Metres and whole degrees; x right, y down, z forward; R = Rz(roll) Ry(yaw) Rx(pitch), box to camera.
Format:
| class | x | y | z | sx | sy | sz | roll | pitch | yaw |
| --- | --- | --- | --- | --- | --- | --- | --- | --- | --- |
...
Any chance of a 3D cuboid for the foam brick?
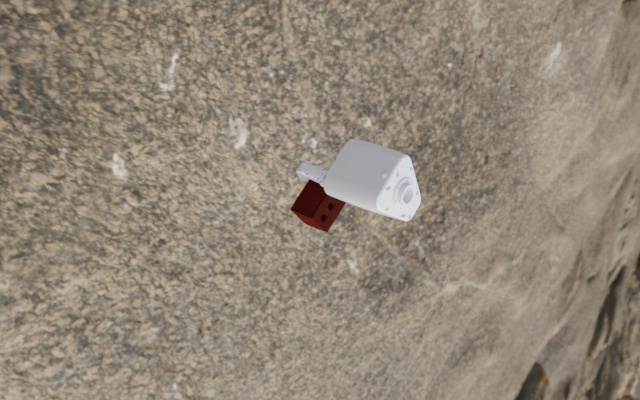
| class | x | y | z | sx | sy | sz | roll | pitch | yaw |
| --- | --- | --- | --- | --- | --- | --- | --- | --- | --- |
| foam brick | 0.000 | 0.003 | 0.775 | 0.051 | 0.078 | 0.053 | 22 | -15 | 40 |
